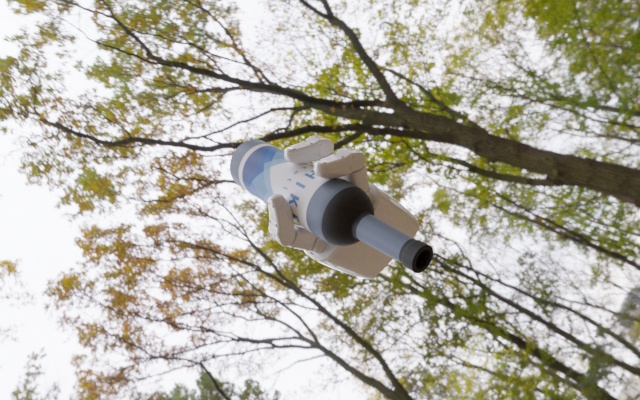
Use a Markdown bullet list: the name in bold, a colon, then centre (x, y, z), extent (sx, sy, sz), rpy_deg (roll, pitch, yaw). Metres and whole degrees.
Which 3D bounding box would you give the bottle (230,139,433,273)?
- **bottle**: centre (0.000, 0.002, 0.522), extent (0.069, 0.069, 0.295), rpy_deg (0, 20, -41)
